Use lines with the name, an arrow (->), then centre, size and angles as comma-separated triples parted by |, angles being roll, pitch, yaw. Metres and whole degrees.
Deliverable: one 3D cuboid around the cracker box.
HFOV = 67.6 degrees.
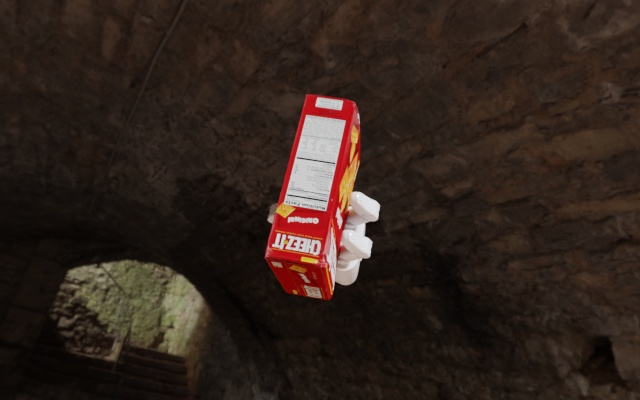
cracker box -> 0.000, 0.002, 0.609 | 0.072, 0.213, 0.164 | 8, -23, 9
